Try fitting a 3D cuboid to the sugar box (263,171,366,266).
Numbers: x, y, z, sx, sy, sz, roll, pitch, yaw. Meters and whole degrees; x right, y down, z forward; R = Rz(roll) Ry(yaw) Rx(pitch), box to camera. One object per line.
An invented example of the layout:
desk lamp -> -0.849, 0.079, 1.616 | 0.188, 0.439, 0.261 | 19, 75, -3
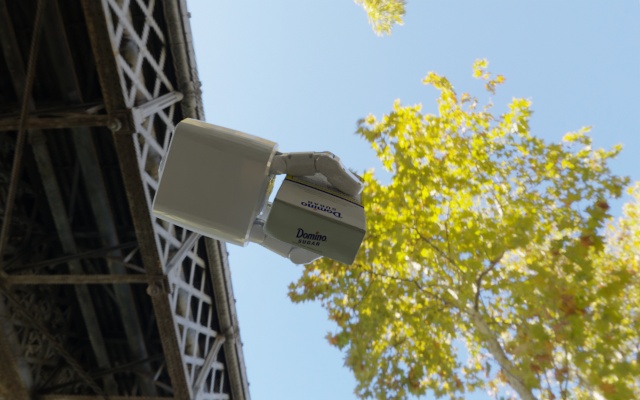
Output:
sugar box -> 0.000, 0.002, 0.521 | 0.093, 0.048, 0.176 | 20, 22, -2
